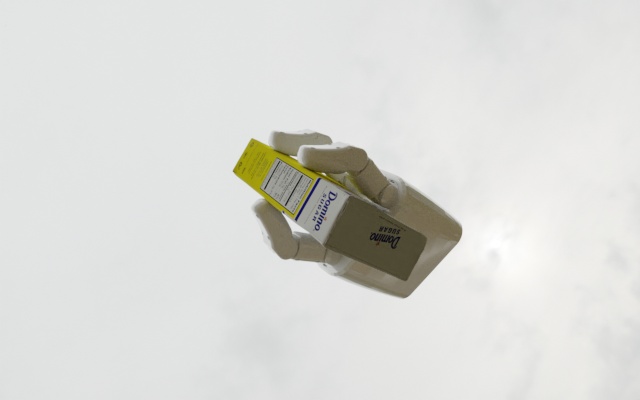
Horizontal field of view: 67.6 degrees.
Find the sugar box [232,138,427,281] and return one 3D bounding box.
[{"bbox_3d":[0.000,0.001,0.409,0.093,0.048,0.176,27,1,-37],"label":"sugar box"}]
